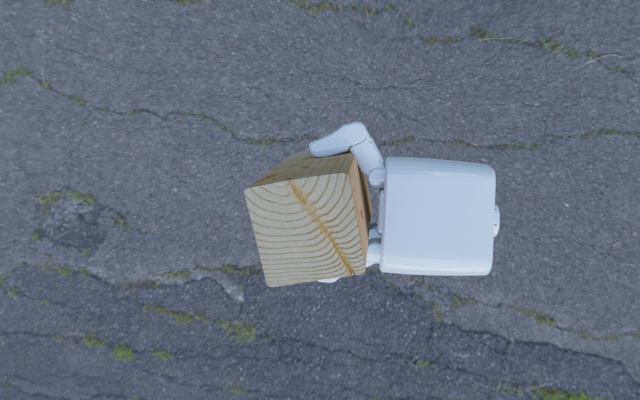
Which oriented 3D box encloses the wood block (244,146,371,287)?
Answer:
[{"bbox_3d":[0.000,0.001,0.494,0.090,0.091,0.206,-9,12,9],"label":"wood block"}]
